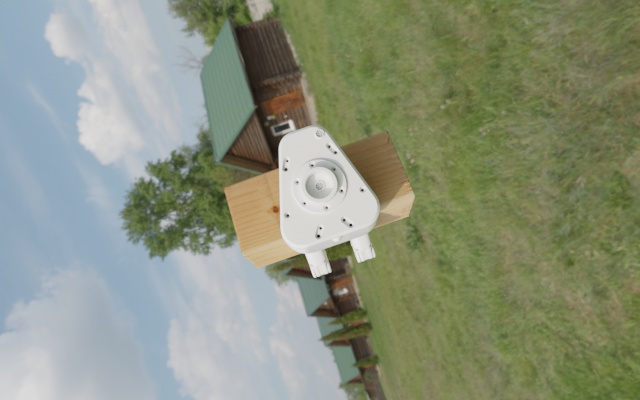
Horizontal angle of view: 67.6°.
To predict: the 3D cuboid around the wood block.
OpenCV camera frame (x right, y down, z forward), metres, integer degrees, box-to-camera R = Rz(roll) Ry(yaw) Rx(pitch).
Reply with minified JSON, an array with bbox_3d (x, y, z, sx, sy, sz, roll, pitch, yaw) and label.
[{"bbox_3d":[0.000,0.002,0.591,0.206,0.090,0.090,-19,-19,-1],"label":"wood block"}]
